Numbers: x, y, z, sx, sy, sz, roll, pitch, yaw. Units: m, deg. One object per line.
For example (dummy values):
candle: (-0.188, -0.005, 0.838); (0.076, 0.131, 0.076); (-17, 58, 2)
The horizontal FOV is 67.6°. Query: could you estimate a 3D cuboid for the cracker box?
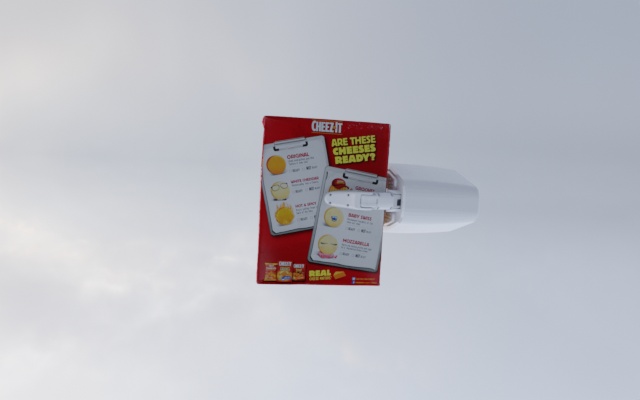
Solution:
cracker box: (0.000, 0.002, 0.635); (0.164, 0.214, 0.072); (2, 4, -10)
